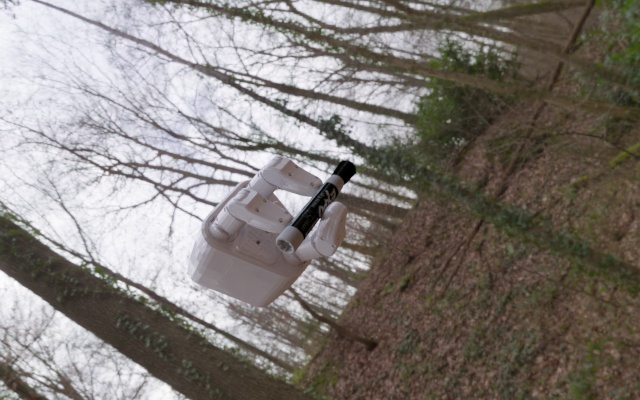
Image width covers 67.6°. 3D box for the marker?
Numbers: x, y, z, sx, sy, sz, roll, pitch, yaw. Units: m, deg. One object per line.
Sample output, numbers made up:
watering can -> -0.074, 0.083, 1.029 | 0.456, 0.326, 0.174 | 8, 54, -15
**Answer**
marker -> 0.000, 0.001, 0.428 | 0.020, 0.020, 0.121 | 0, 37, 37
